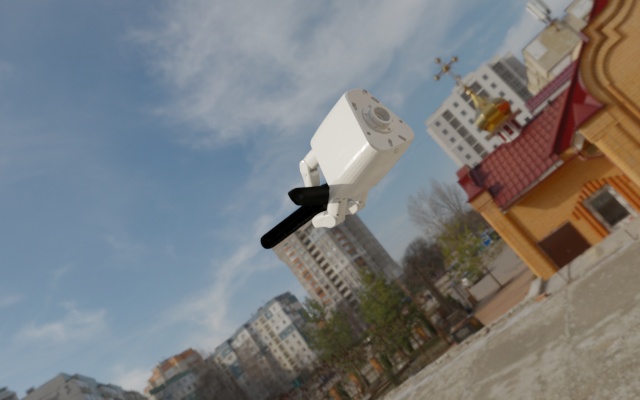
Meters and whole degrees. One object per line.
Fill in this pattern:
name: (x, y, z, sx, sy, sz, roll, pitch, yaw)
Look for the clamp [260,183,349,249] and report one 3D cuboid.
clamp: (0.000, 0.002, 0.757, 0.210, 0.036, 0.165, -26, -16, -40)
